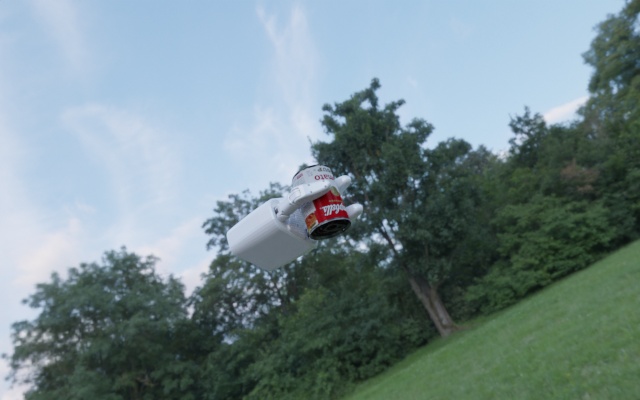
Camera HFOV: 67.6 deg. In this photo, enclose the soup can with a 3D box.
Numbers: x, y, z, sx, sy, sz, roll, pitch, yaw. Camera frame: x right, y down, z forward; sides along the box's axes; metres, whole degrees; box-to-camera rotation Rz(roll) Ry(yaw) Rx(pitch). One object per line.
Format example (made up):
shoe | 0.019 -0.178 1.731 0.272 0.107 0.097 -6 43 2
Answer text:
soup can | 0.000 0.002 0.756 0.068 0.102 0.068 -16 -26 -8
